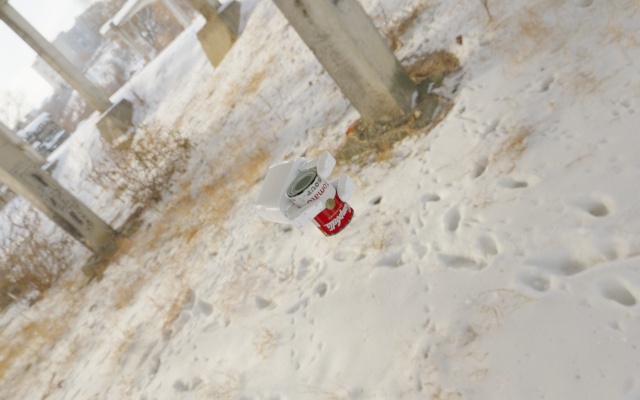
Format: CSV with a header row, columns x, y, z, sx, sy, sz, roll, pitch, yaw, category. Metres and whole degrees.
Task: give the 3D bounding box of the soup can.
x,y,z,sx,sy,sz,roll,pitch,yaw,category
0.000,0.003,0.806,0.102,0.068,0.068,48,-24,-24,soup can
